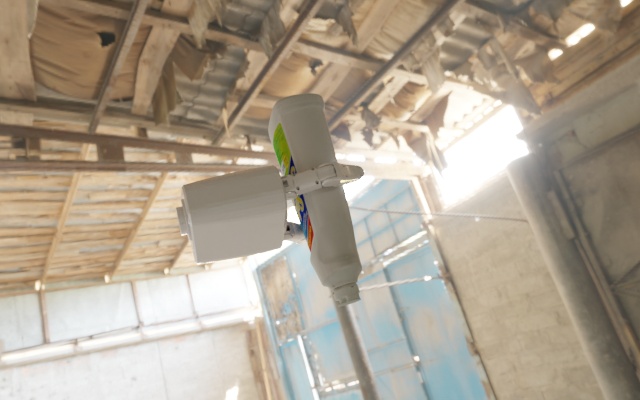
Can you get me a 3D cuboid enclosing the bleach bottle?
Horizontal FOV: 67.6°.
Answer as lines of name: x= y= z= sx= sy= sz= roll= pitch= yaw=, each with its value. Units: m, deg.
bleach bottle: x=0.000 y=0.002 z=0.584 sx=0.068 sy=0.250 sz=0.103 roll=-12 pitch=-19 yaw=-18
